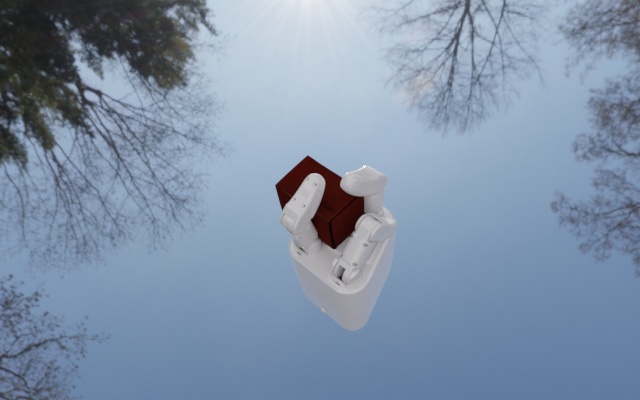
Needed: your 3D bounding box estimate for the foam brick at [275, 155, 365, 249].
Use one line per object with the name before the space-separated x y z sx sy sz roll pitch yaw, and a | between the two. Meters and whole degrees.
foam brick | 0.000 0.001 0.497 0.078 0.053 0.051 35 -25 29
